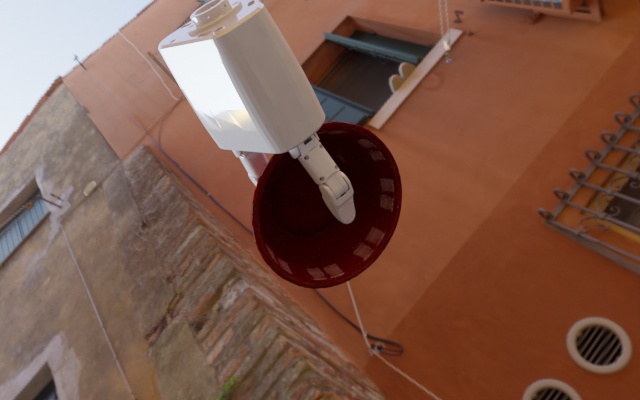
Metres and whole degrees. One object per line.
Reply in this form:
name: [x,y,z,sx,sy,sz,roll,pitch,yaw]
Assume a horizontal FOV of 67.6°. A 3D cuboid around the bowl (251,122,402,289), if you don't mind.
bowl: [0.000,0.003,0.472,0.162,0.162,0.055,0,13,-28]
